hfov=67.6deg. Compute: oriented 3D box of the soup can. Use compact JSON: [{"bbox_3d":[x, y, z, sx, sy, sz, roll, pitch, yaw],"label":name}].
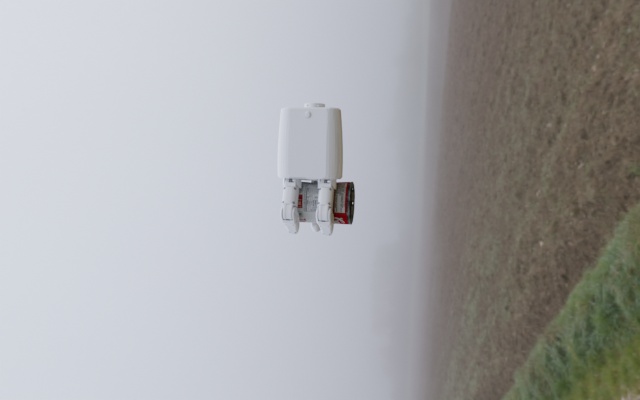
[{"bbox_3d":[0.000,0.003,0.758,0.102,0.068,0.068,2,0,11],"label":"soup can"}]
